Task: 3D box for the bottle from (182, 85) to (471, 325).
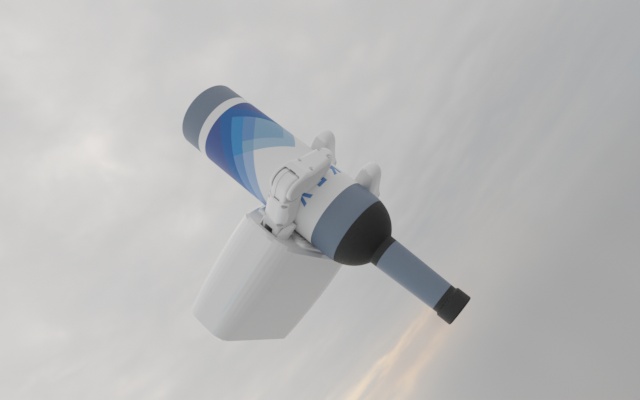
[{"bbox_3d":[0.000,0.001,0.421,0.295,0.069,0.069,38,14,19],"label":"bottle"}]
